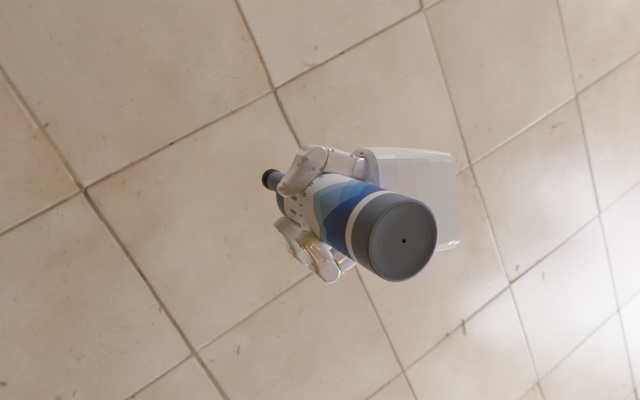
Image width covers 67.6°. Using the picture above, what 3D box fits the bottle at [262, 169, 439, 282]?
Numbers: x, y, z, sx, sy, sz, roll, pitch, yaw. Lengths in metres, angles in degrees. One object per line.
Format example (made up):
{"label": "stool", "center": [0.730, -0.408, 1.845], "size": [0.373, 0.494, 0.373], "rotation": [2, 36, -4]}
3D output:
{"label": "bottle", "center": [0.000, 0.002, 0.492], "size": [0.069, 0.069, 0.295], "rotation": [0, 12, -26]}
